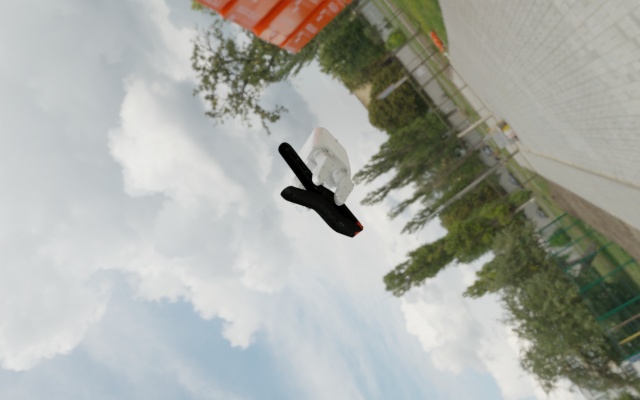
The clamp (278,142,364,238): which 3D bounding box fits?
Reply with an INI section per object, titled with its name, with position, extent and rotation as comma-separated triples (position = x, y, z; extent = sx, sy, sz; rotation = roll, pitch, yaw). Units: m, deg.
[clamp]
position = 0.000, 0.003, 0.825
extent = 0.036, 0.210, 0.164
rotation = -38, 23, 19
